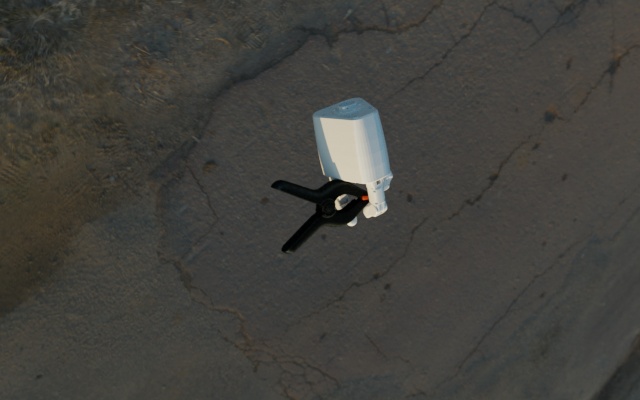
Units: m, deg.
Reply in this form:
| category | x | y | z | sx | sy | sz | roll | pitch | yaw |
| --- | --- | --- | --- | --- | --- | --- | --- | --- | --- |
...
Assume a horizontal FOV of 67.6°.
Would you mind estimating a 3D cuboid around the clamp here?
| category | x | y | z | sx | sy | sz | roll | pitch | yaw |
| --- | --- | --- | --- | --- | --- | --- | --- | --- | --- |
| clamp | 0.001 | 0.003 | 0.766 | 0.171 | 0.120 | 0.039 | -25 | 28 | -21 |
